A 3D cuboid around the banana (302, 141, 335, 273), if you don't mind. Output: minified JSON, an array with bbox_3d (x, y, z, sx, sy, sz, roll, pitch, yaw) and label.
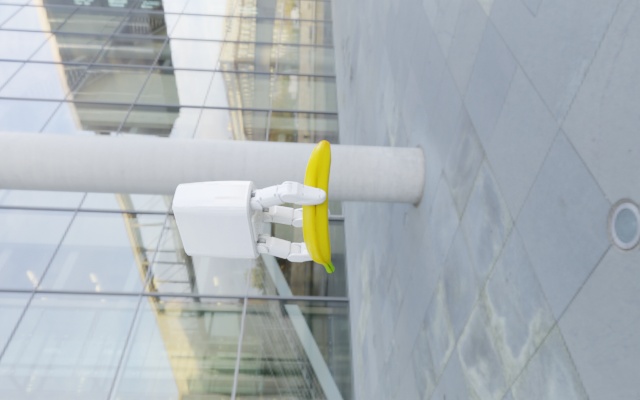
[{"bbox_3d":[-0.004,0.002,0.679,0.037,0.197,0.069,-2,-11,11],"label":"banana"}]
